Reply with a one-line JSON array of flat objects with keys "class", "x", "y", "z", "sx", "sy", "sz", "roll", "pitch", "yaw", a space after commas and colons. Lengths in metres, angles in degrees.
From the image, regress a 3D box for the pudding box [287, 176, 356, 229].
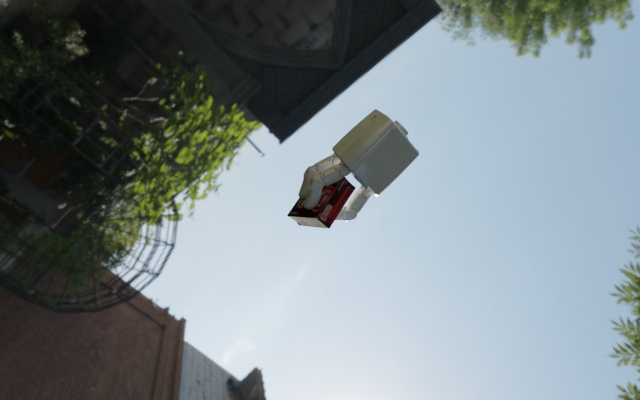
[{"class": "pudding box", "x": 0.000, "y": 0.003, "z": 0.847, "sx": 0.039, "sy": 0.090, "sz": 0.113, "roll": 42, "pitch": -20, "yaw": -21}]
